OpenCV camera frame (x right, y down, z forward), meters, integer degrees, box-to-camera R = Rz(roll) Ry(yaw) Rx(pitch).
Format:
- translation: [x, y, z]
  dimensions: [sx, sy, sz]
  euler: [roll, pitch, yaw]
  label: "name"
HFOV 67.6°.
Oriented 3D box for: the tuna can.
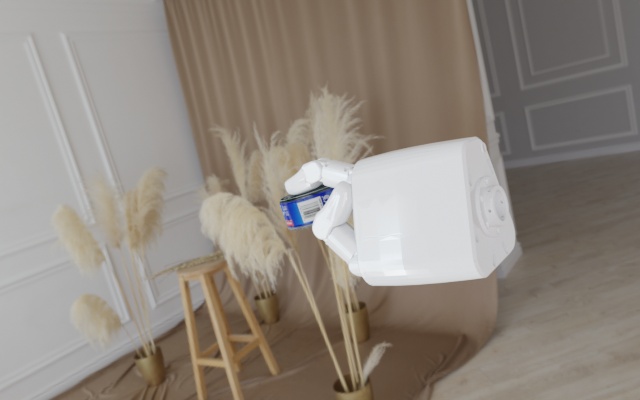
- translation: [0.000, 0.001, 0.514]
  dimensions: [0.086, 0.034, 0.086]
  euler: [-19, 6, 2]
  label: "tuna can"
